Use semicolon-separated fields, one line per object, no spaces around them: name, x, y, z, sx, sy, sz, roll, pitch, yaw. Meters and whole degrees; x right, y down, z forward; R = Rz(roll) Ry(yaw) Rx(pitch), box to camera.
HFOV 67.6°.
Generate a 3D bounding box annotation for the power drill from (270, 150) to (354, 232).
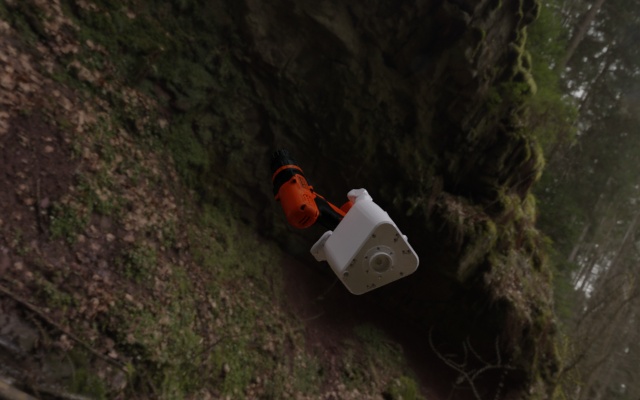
power drill;0.001;0.003;0.800;0.188;0.057;0.184;27;25;-33
